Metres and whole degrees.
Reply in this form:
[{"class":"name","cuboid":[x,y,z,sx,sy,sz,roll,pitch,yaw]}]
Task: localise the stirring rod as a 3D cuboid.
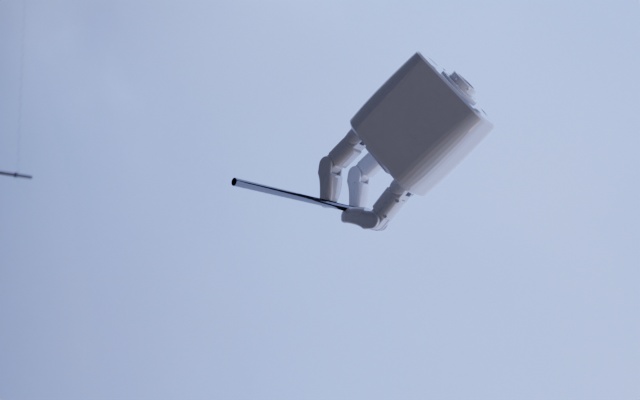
[{"class":"stirring rod","cuboid":[0.000,0.002,0.531,0.011,0.011,0.239,0,-9,43]}]
